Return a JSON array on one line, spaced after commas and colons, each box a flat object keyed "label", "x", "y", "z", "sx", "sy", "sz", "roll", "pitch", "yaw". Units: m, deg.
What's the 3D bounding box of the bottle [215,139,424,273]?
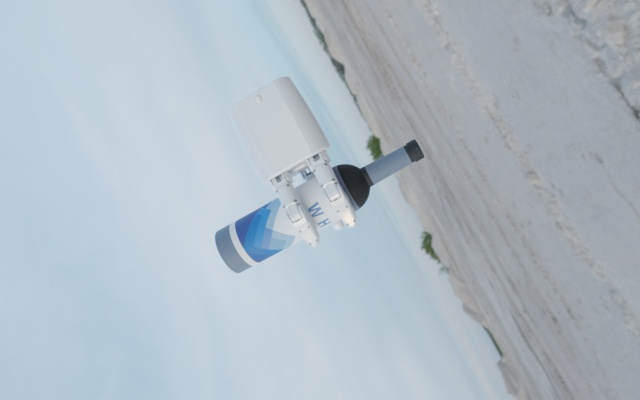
[{"label": "bottle", "x": 0.000, "y": 0.002, "z": 0.638, "sx": 0.296, "sy": 0.069, "sz": 0.069, "roll": -29, "pitch": -5, "yaw": 10}]
